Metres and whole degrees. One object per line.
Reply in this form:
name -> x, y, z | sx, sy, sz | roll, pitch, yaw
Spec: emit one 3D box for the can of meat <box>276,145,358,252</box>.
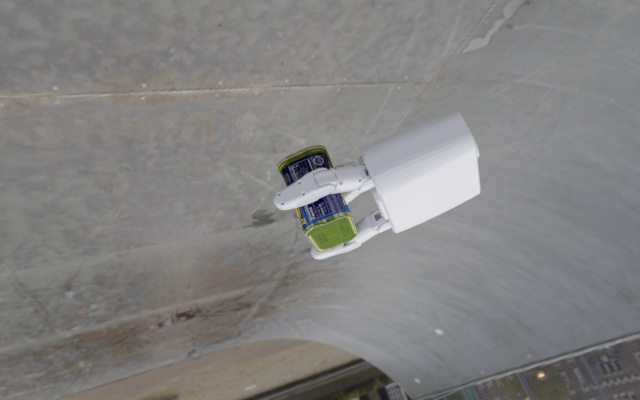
can of meat -> 0.000, 0.002, 0.521 | 0.057, 0.084, 0.102 | -23, -22, 2
